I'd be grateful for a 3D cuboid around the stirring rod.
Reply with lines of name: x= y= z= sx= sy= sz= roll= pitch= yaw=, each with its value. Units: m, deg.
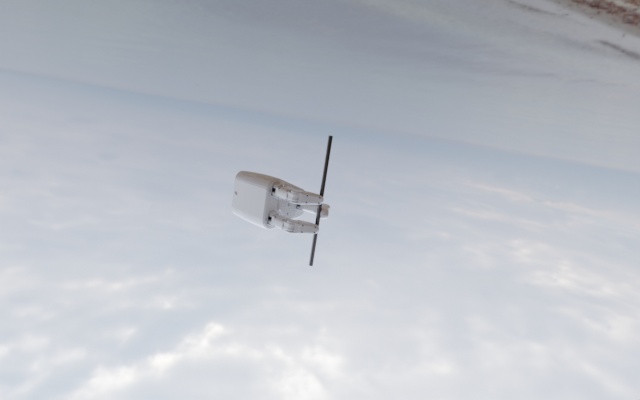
stirring rod: x=0.000 y=0.003 z=0.863 sx=0.011 sy=0.239 sz=0.011 roll=9 pitch=10 yaw=-1
